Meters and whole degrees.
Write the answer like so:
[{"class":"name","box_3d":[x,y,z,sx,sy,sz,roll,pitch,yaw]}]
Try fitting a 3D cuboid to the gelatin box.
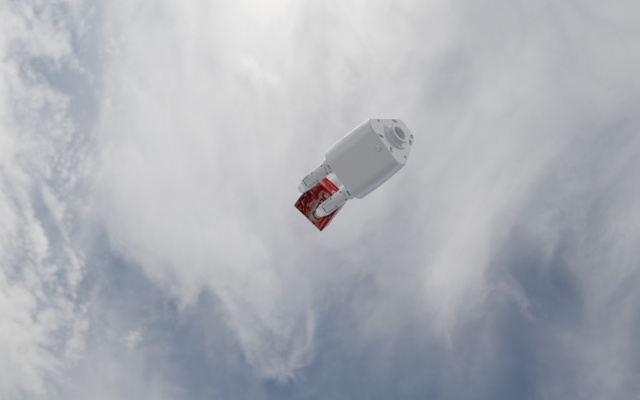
[{"class":"gelatin box","box_3d":[0.000,0.003,0.882,0.030,0.073,0.089,-38,-13,-47]}]
